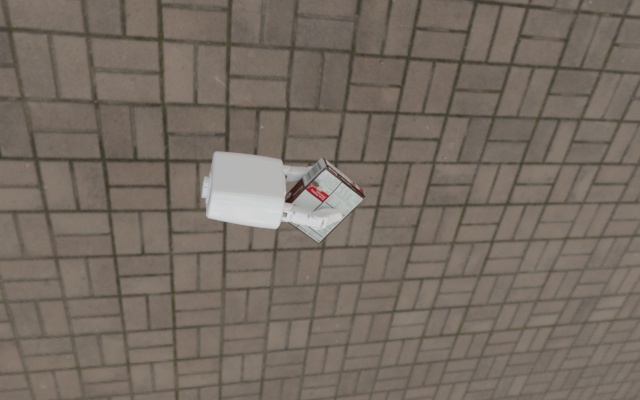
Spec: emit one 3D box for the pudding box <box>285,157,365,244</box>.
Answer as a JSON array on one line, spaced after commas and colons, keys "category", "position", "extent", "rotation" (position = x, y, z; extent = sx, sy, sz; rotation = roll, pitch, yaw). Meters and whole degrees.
[{"category": "pudding box", "position": [0.000, 0.003, 0.754], "extent": [0.090, 0.113, 0.039], "rotation": [37, 19, -26]}]
